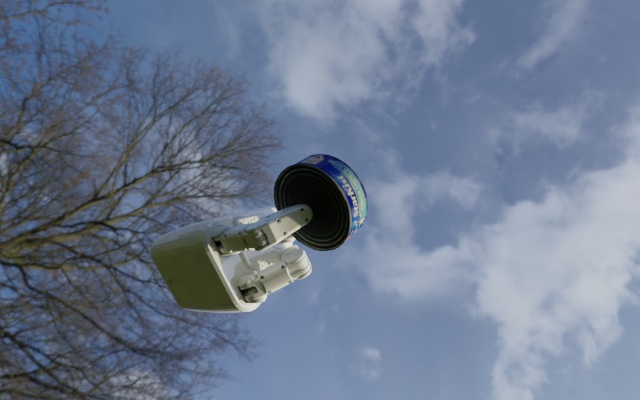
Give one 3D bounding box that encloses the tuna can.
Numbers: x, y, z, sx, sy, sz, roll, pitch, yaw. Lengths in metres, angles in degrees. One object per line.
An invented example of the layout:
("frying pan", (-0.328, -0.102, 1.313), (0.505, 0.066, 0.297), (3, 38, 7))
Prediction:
("tuna can", (0.000, 0.001, 0.440), (0.086, 0.086, 0.033), (0, 23, 39))
